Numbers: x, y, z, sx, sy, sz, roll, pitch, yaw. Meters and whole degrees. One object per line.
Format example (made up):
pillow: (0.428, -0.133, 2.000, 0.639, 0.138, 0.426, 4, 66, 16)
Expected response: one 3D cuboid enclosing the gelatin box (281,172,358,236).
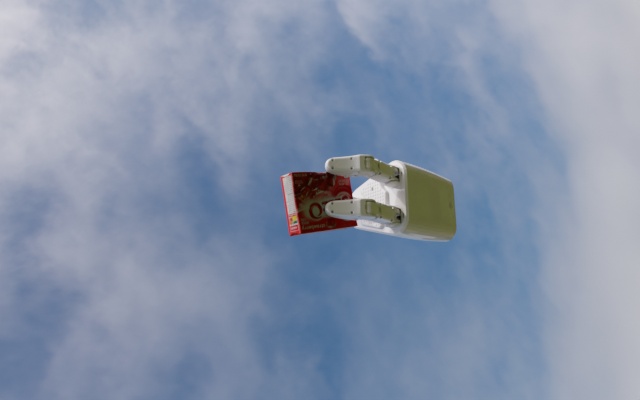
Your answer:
gelatin box: (0.000, 0.002, 0.581, 0.089, 0.073, 0.030, -5, -7, -36)
